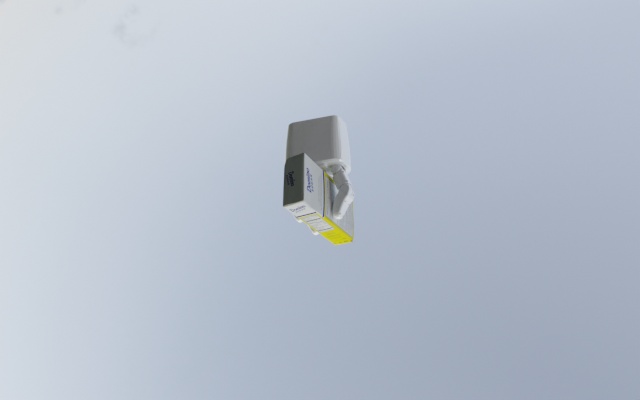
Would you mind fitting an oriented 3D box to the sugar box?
[{"bbox_3d":[0.000,0.003,0.820,0.048,0.093,0.176,-17,-34,28],"label":"sugar box"}]
